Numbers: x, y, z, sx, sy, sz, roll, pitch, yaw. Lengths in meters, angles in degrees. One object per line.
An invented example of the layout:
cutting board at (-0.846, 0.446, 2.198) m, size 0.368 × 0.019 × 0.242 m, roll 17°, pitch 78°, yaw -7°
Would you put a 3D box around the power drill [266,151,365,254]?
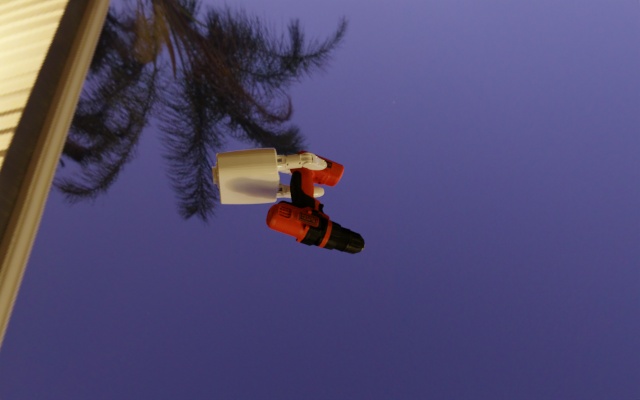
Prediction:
power drill at (0.000, 0.003, 0.887) m, size 0.184 × 0.187 × 0.057 m, roll 21°, pitch -45°, yaw -15°
